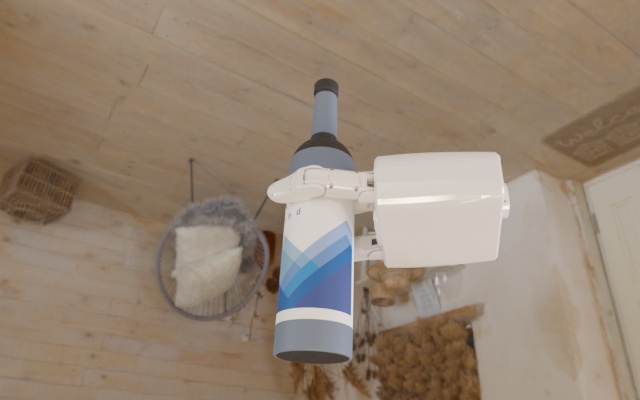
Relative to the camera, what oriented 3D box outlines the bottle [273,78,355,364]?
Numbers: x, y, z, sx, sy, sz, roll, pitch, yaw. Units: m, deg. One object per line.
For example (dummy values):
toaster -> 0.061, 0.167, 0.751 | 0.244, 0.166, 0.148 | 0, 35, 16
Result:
bottle -> 0.000, 0.002, 0.468 | 0.069, 0.295, 0.069 | 2, -28, 1
